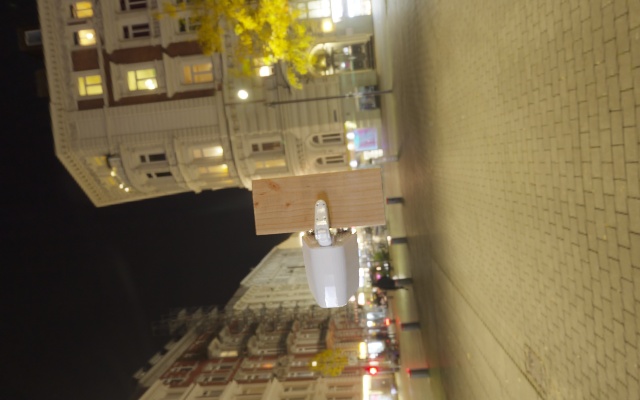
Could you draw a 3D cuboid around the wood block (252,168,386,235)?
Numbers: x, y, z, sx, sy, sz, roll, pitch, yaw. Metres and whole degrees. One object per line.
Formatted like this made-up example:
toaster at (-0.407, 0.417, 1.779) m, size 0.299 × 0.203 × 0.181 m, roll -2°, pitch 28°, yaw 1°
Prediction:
wood block at (0.000, 0.003, 0.790) m, size 0.206 × 0.090 × 0.091 m, roll -5°, pitch -2°, yaw 5°
